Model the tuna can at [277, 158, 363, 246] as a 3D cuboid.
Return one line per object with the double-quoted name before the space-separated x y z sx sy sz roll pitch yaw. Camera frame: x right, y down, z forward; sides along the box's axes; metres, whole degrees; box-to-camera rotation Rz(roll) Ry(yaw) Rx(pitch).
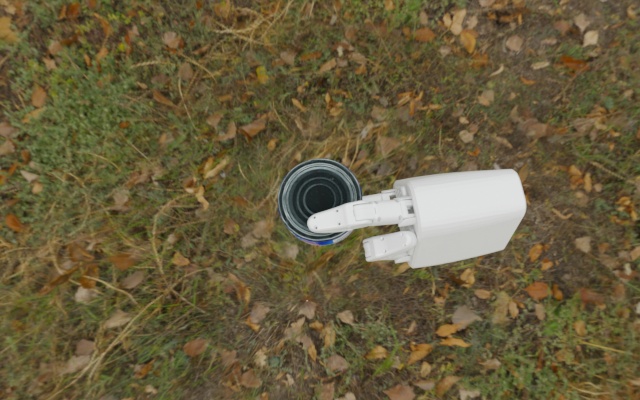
"tuna can" 0.000 0.001 0.482 0.086 0.086 0.034 0 -11 4
